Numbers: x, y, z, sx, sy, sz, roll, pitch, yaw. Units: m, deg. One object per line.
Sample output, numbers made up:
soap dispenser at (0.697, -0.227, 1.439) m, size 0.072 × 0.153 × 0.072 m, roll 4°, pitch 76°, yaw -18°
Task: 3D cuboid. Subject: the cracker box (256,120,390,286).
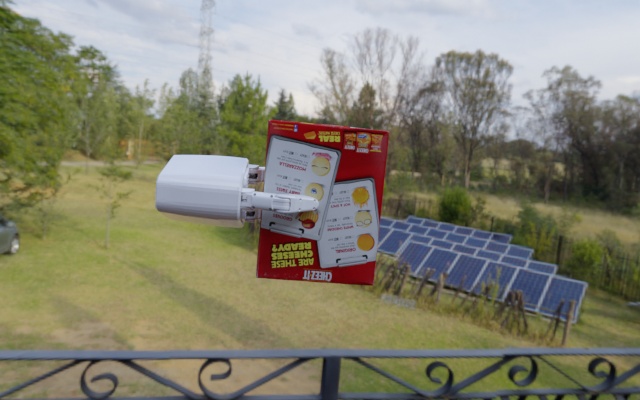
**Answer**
cracker box at (0.000, 0.002, 0.668) m, size 0.164 × 0.214 × 0.072 m, roll 5°, pitch 6°, yaw -4°
